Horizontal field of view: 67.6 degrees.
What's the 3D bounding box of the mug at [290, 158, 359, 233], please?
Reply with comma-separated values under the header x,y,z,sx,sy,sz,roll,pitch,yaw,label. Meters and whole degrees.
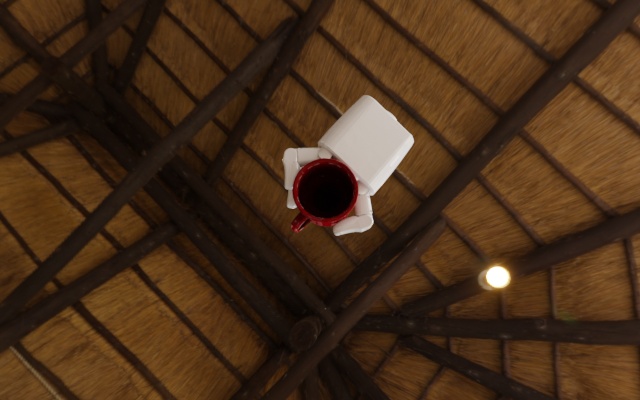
x,y,z,sx,sy,sz,roll,pitch,yaw,label
-0.001,0.003,0.707,0.093,0.117,0.081,39,-8,9,mug
